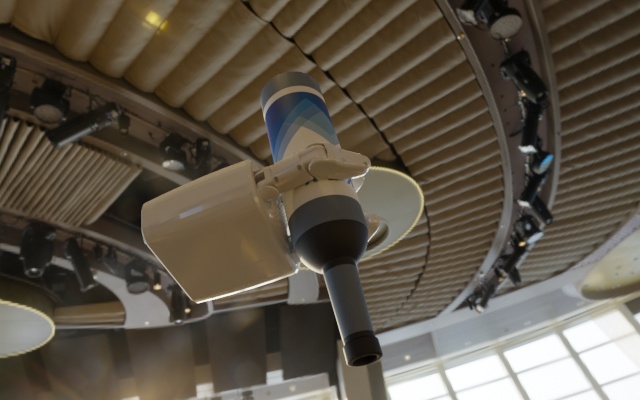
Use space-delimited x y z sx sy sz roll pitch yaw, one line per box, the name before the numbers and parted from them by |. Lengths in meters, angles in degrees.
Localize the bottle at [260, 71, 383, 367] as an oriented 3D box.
bottle | 0.000 0.001 0.433 0.069 0.295 0.069 -10 -36 -8
